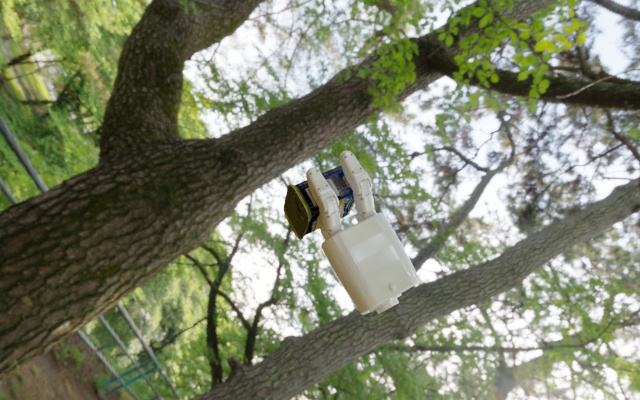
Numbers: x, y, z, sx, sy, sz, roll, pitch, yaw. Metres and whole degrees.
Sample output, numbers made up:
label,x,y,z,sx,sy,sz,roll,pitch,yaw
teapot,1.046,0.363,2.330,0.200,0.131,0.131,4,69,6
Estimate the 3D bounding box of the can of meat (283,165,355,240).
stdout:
label,x,y,z,sx,sy,sz,roll,pitch,yaw
can of meat,0.000,0.002,0.670,0.084,0.057,0.102,-24,-19,-20
